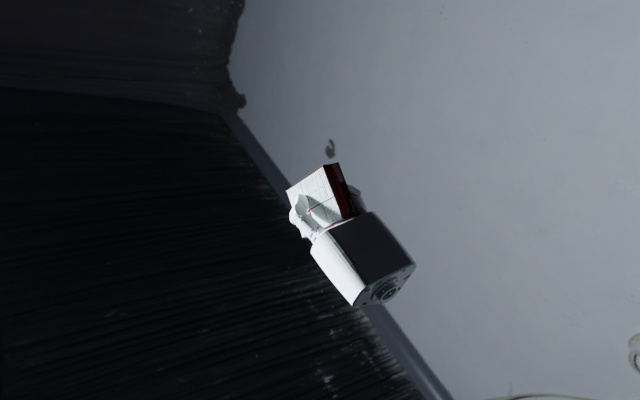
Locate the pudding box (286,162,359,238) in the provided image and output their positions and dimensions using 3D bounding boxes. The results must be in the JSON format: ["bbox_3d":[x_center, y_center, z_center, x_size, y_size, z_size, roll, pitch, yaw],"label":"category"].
[{"bbox_3d":[0.000,0.003,0.753,0.039,0.090,0.113,-11,-13,-41],"label":"pudding box"}]
